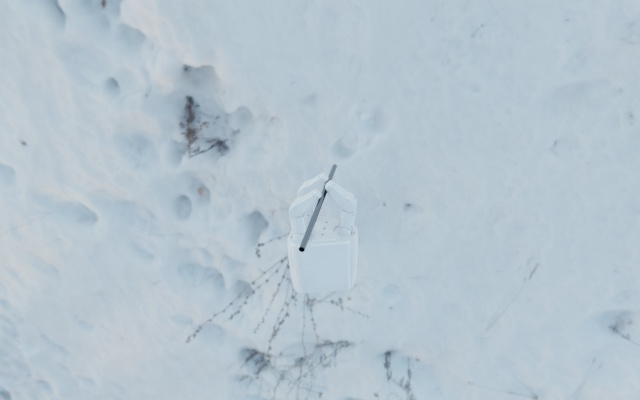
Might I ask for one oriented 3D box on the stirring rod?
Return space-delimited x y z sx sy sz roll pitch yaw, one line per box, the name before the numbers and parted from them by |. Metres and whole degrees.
stirring rod | 0.000 0.002 0.716 0.011 0.011 0.239 0 30 14
